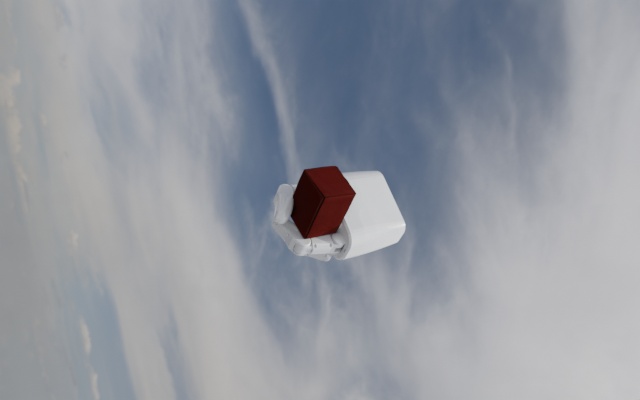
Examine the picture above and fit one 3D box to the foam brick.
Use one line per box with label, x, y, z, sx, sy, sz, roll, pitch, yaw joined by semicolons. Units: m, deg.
foam brick;0.000;0.002;0.605;0.051;0.053;0.078;-9;-39;-33
